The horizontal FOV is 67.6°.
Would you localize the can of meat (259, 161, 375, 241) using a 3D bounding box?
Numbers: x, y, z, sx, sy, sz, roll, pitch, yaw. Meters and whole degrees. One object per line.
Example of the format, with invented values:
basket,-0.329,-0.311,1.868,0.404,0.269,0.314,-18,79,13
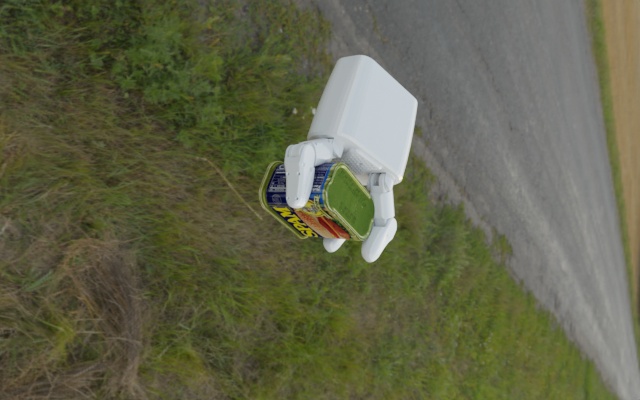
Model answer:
can of meat,0.000,0.002,0.506,0.084,0.057,0.102,2,-29,35
